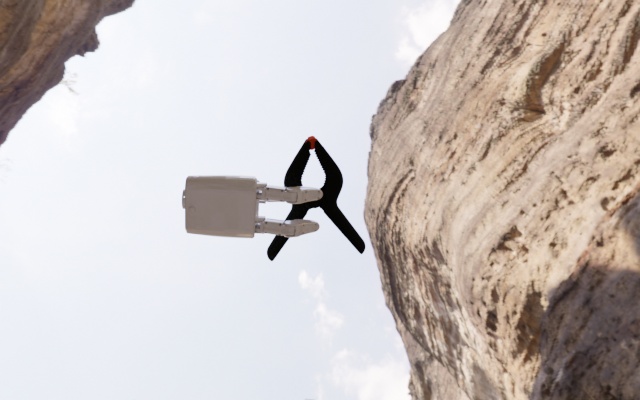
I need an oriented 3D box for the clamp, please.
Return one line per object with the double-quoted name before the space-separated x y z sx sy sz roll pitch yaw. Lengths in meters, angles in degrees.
"clamp" 0.000 0.002 0.773 0.164 0.210 0.036 2 17 -8
